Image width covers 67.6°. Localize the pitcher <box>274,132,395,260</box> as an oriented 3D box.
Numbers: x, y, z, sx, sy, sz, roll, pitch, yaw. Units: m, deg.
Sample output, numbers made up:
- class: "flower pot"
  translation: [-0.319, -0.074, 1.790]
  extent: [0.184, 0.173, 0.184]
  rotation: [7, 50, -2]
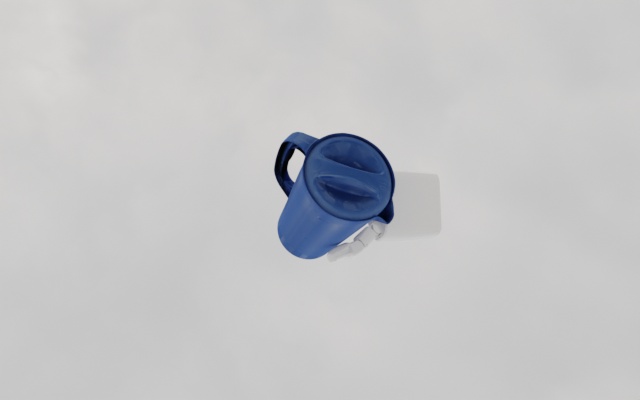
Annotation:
- class: "pitcher"
  translation: [0.000, 0.002, 0.744]
  extent: [0.145, 0.149, 0.243]
  rotation: [-1, -22, -19]
